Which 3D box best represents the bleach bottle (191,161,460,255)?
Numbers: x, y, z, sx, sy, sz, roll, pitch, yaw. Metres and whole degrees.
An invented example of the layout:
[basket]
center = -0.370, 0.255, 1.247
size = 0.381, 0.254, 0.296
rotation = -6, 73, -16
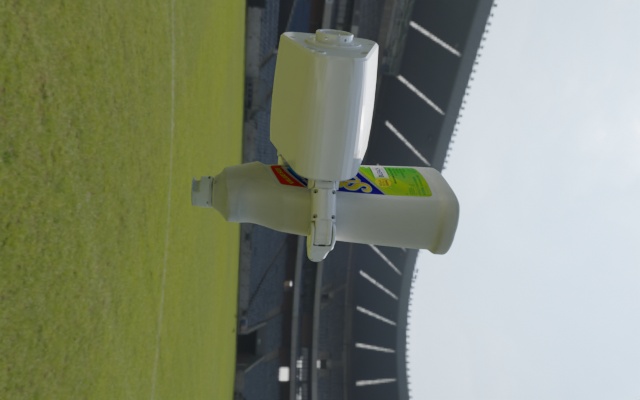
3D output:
[bleach bottle]
center = 0.000, 0.002, 0.476
size = 0.251, 0.068, 0.102
rotation = 3, 29, -7
